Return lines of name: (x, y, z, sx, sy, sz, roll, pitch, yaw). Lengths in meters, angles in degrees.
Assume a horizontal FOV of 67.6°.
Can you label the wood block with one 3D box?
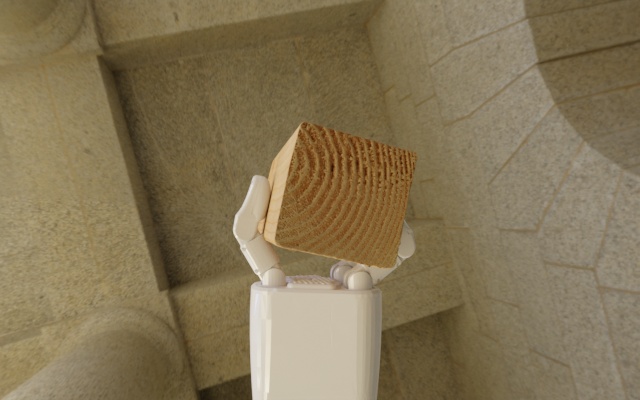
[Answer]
wood block: (0.000, 0.002, 0.434, 0.091, 0.090, 0.206, 13, -5, -10)
